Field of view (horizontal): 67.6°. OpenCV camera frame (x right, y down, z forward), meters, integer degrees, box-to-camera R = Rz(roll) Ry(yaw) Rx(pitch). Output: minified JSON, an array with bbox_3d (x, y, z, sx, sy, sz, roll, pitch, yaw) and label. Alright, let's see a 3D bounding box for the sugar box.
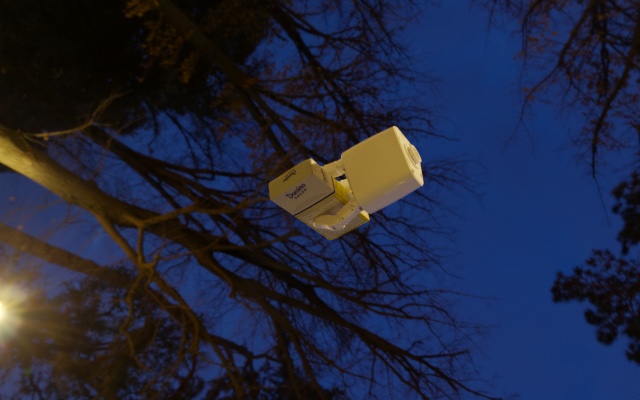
[{"bbox_3d":[0.000,0.002,0.845,0.093,0.048,0.176,-30,-46,22],"label":"sugar box"}]
